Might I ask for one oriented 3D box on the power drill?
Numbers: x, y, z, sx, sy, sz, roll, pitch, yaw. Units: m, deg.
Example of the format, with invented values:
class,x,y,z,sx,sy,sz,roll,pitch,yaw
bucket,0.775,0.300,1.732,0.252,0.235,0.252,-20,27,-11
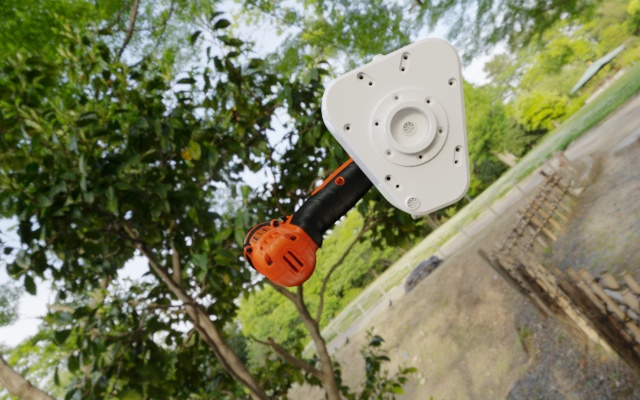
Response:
class,x,y,z,sx,sy,sz,roll,pitch,yaw
power drill,0.000,0.001,0.479,0.057,0.187,0.184,46,-11,-14
